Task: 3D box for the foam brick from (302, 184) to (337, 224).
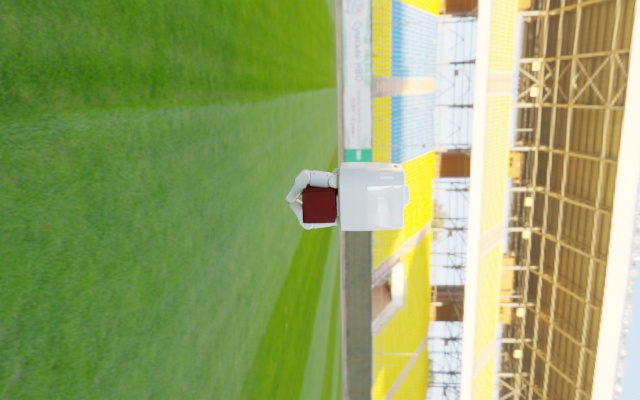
[{"bbox_3d":[0.000,0.003,0.778,0.051,0.053,0.078,0,14,5],"label":"foam brick"}]
